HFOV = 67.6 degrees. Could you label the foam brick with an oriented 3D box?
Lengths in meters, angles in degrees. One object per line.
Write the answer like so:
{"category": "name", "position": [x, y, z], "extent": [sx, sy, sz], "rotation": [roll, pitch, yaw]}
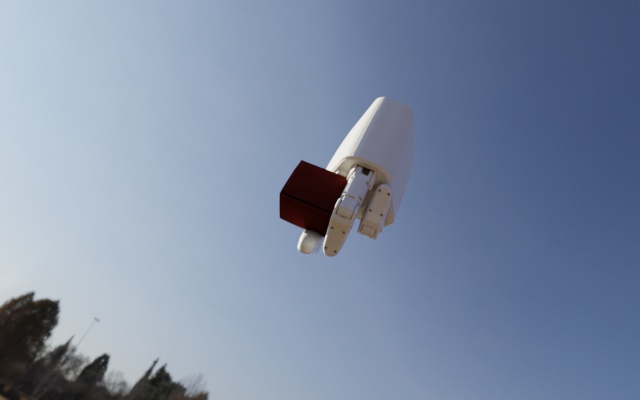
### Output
{"category": "foam brick", "position": [0.000, 0.002, 0.521], "extent": [0.078, 0.051, 0.053], "rotation": [22, -32, 7]}
